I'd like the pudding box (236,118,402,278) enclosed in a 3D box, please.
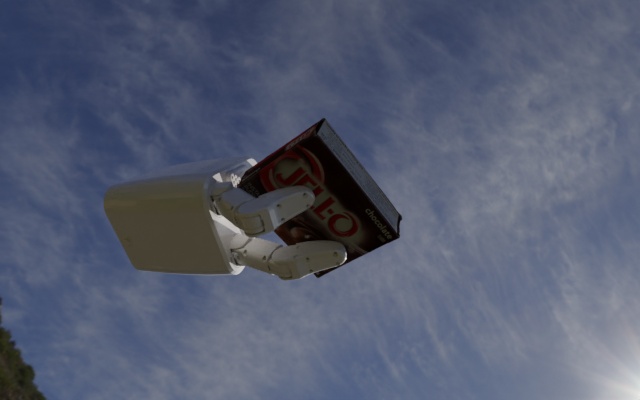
[{"bbox_3d":[0.000,0.001,0.401,0.090,0.113,0.039,-31,21,30],"label":"pudding box"}]
